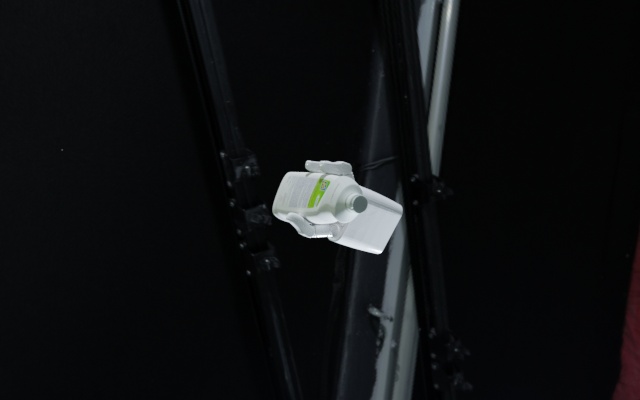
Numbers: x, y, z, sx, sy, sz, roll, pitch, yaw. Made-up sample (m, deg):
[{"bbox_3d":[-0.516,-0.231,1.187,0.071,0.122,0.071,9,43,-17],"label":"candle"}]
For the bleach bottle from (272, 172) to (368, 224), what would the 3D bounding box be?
[{"bbox_3d":[0.000,0.003,0.850,0.068,0.102,0.251,21,-5,-28],"label":"bleach bottle"}]
